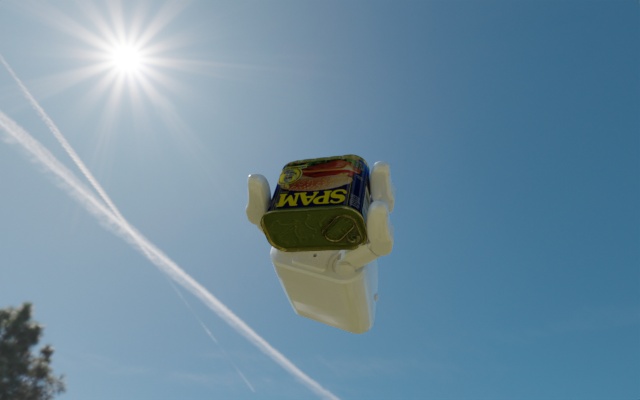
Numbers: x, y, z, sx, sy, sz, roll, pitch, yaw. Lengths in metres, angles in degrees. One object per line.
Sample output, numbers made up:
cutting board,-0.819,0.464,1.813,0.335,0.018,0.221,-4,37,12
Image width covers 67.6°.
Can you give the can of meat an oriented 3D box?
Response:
can of meat,0.000,0.001,0.485,0.102,0.057,0.084,-4,42,17
